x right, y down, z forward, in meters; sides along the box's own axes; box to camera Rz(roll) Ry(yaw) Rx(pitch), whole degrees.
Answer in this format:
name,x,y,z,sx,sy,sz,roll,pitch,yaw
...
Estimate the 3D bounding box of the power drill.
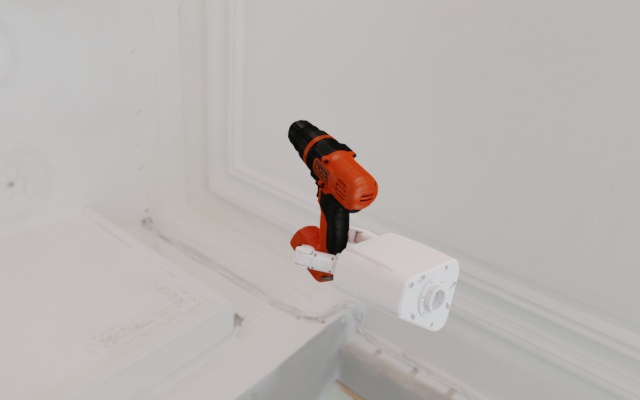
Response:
name,x,y,z,sx,sy,sz,roll,pitch,yaw
power drill,0.000,0.003,0.651,0.057,0.188,0.184,-13,40,-25
